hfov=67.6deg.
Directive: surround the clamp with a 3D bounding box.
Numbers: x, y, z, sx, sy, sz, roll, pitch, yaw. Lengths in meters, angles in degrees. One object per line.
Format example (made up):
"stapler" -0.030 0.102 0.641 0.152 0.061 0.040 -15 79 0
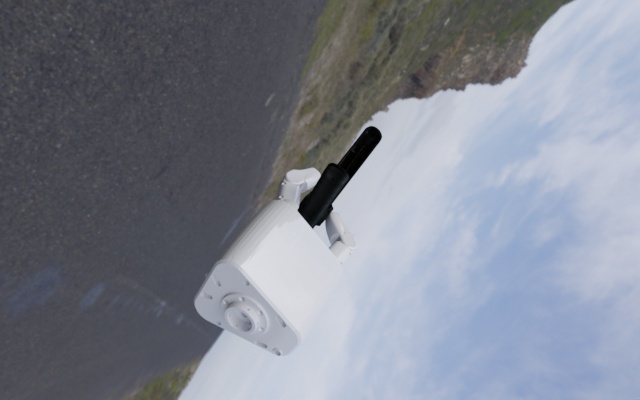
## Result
"clamp" 0.000 0.003 0.585 0.036 0.210 0.164 38 37 3
